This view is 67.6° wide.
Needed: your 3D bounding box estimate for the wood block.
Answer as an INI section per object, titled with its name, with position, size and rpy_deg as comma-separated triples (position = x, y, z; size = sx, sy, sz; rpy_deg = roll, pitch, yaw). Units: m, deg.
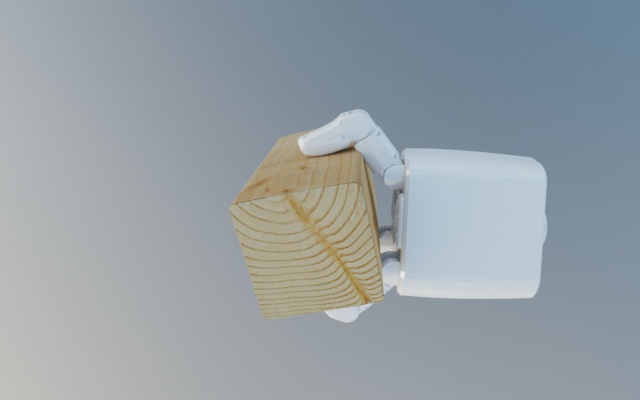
[wood block]
position = 0.000, 0.001, 0.413
size = 0.090, 0.091, 0.206
rpy_deg = -10, 18, 8
